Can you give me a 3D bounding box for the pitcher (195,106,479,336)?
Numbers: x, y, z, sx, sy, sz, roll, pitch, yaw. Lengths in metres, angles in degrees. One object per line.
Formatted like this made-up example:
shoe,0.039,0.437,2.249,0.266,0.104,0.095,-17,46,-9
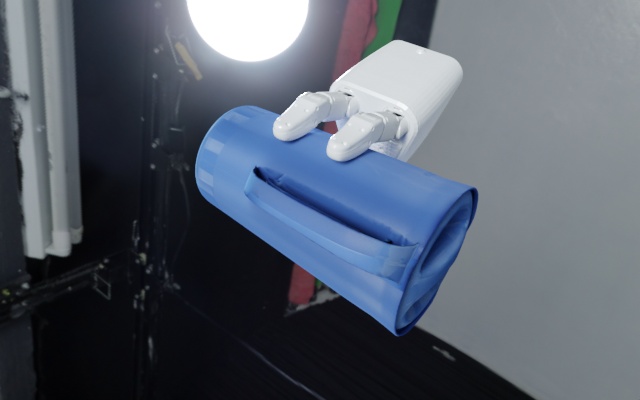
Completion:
pitcher,0.000,0.001,0.423,0.242,0.149,0.145,28,56,26
